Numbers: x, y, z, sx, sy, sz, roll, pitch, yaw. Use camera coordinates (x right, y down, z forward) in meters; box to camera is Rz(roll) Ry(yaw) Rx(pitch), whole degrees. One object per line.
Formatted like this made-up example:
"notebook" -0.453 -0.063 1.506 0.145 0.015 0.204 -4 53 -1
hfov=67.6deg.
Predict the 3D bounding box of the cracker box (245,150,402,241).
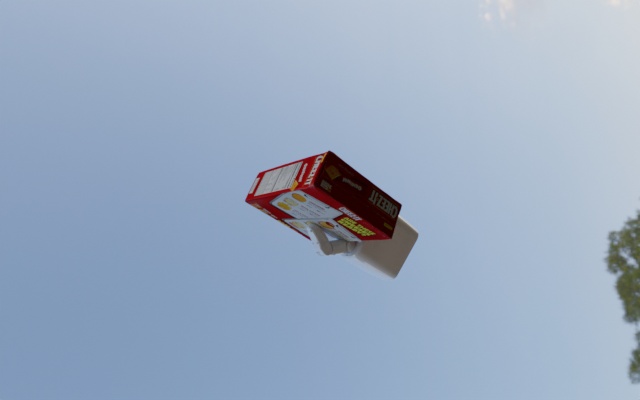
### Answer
"cracker box" 0.000 0.003 0.786 0.164 0.072 0.214 33 -24 -28
